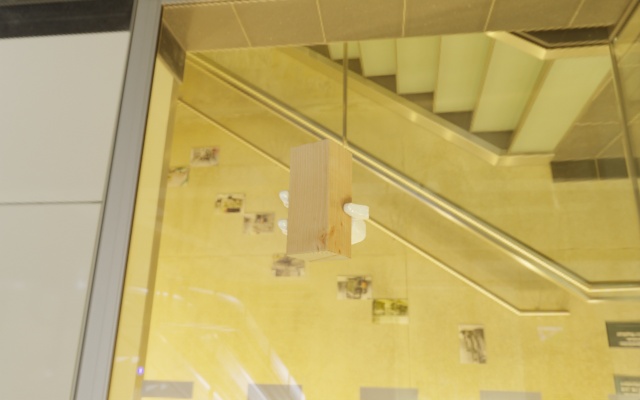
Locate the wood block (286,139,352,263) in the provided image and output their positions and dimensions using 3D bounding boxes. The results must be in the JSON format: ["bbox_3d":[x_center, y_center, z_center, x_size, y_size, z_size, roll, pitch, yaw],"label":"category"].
[{"bbox_3d":[0.001,0.003,0.884,0.091,0.206,0.090,-9,-20,31],"label":"wood block"}]
